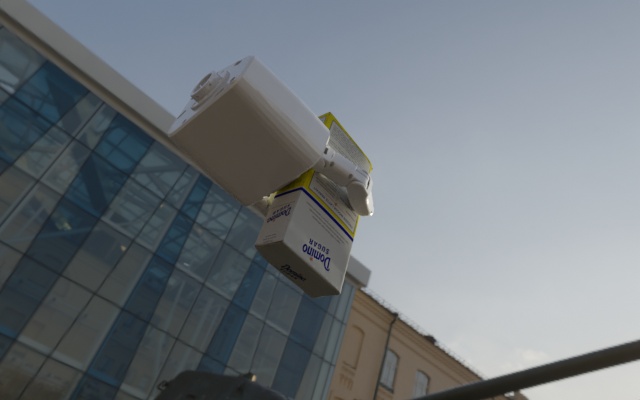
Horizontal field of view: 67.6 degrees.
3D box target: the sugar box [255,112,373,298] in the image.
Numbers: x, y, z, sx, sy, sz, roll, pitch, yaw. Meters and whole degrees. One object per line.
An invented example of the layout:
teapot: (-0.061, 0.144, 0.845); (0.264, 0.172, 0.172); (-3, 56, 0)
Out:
sugar box: (0.000, 0.002, 0.500); (0.048, 0.176, 0.093); (-15, -49, 39)
